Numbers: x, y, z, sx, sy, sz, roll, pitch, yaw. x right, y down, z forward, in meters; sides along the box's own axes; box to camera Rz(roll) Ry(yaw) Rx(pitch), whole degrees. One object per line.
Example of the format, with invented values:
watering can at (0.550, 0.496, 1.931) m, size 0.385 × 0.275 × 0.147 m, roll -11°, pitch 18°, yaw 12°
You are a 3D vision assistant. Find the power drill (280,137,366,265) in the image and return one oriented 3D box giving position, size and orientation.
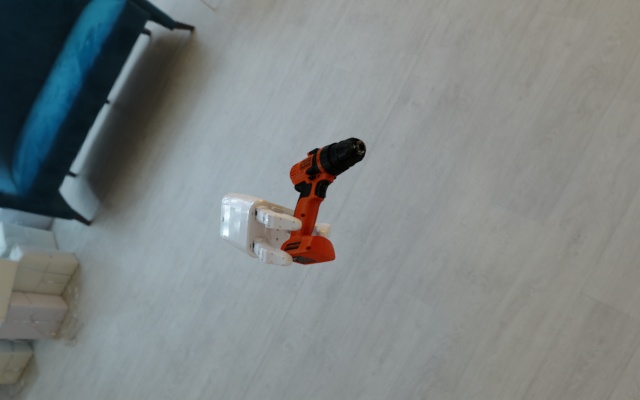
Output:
power drill at (0.000, 0.003, 0.753) m, size 0.057 × 0.187 × 0.184 m, roll 21°, pitch -23°, yaw -26°
